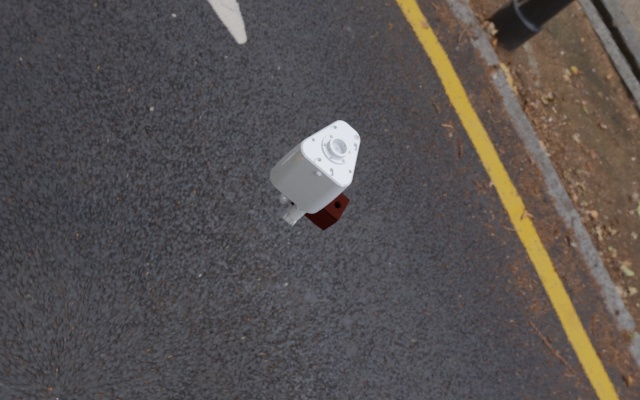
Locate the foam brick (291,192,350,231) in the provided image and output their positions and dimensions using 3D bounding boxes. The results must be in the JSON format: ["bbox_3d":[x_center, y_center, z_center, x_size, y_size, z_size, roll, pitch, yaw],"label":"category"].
[{"bbox_3d":[0.000,0.003,0.812,0.078,0.053,0.051,40,-38,-10],"label":"foam brick"}]
